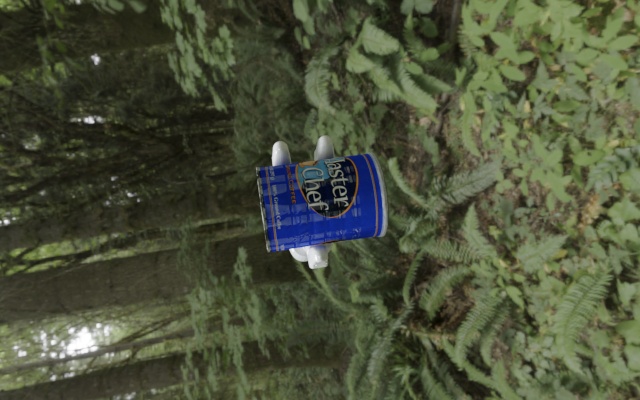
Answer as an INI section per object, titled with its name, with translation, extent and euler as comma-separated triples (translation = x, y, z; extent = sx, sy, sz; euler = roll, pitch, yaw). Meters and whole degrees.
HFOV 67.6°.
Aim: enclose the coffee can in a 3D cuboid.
[coffee can]
translation = 0.000, 0.002, 0.570
extent = 0.140, 0.103, 0.103
euler = -8, 1, -6
